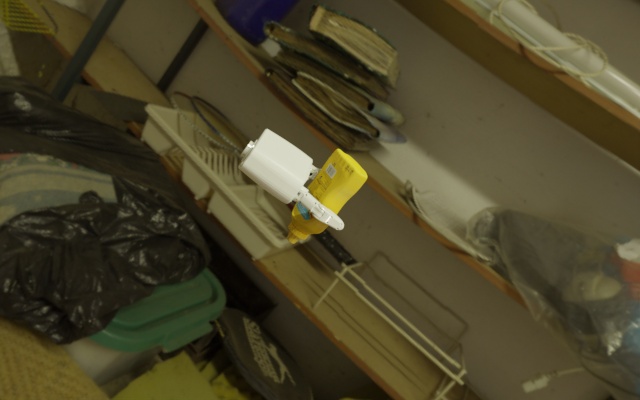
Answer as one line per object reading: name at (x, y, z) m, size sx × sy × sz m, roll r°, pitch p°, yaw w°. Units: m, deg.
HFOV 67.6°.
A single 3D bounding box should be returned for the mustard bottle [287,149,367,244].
mustard bottle at (0.001, 0.003, 0.878) m, size 0.058 × 0.192 × 0.096 m, roll 29°, pitch 16°, yaw -36°
